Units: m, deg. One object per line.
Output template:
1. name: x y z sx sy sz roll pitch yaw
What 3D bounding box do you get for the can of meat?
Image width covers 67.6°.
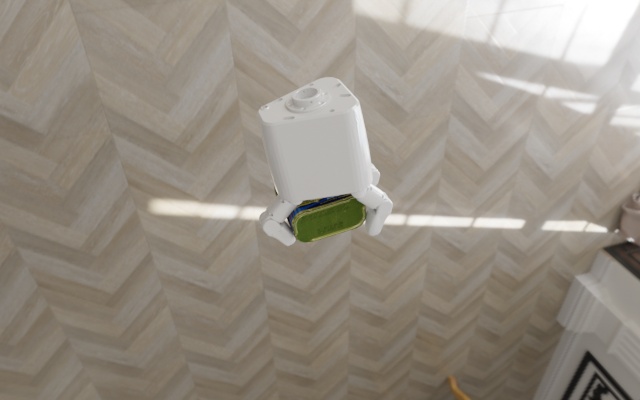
1. can of meat: 0.000 0.002 0.622 0.102 0.057 0.084 -17 39 -9
